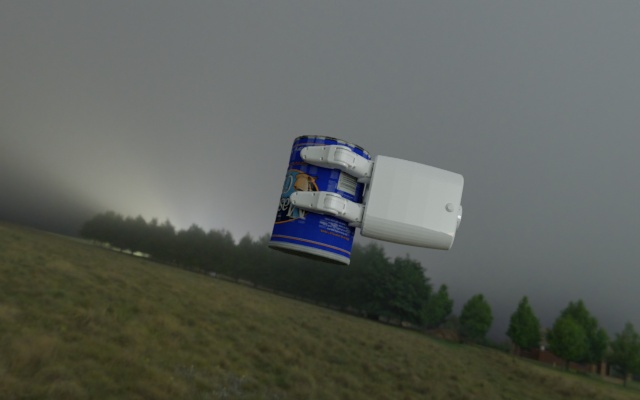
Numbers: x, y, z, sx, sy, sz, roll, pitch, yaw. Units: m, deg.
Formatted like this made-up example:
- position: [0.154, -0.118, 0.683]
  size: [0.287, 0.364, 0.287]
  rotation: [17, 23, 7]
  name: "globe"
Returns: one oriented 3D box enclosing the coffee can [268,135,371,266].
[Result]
- position: [0.000, 0.002, 0.601]
  size: [0.103, 0.140, 0.103]
  rotation: [12, -11, 2]
  name: "coffee can"
